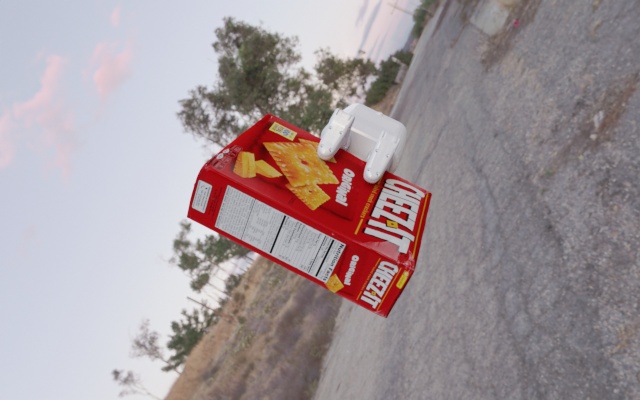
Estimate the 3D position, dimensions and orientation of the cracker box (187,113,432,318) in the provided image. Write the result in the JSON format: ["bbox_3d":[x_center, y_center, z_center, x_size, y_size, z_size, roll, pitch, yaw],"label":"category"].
[{"bbox_3d":[0.000,0.002,0.496,0.213,0.072,0.164,26,32,5],"label":"cracker box"}]
